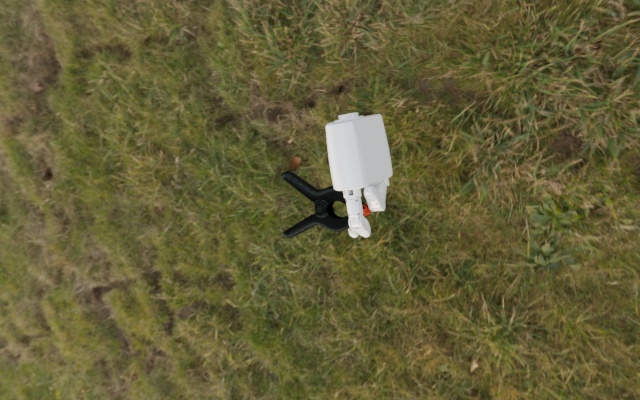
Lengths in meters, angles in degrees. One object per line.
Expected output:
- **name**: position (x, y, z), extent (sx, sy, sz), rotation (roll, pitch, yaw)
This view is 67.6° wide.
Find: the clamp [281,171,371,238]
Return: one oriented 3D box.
- **clamp**: position (0.000, 0.003, 0.827), extent (0.171, 0.120, 0.039), rotation (-6, 12, 24)
